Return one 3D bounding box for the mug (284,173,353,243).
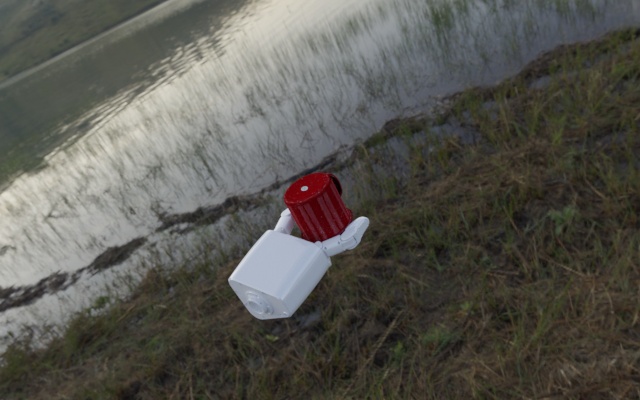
[{"bbox_3d":[0.001,0.001,0.764,0.093,0.081,0.117,-1,39,40],"label":"mug"}]
